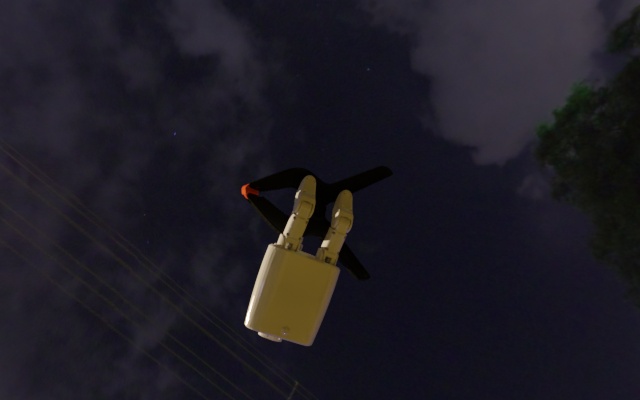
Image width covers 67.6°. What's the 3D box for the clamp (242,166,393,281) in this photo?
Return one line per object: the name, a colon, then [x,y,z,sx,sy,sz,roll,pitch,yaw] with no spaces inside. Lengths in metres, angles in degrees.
clamp: [-0.001,0.002,0.650,0.210,0.164,0.036,22,-9,-18]
